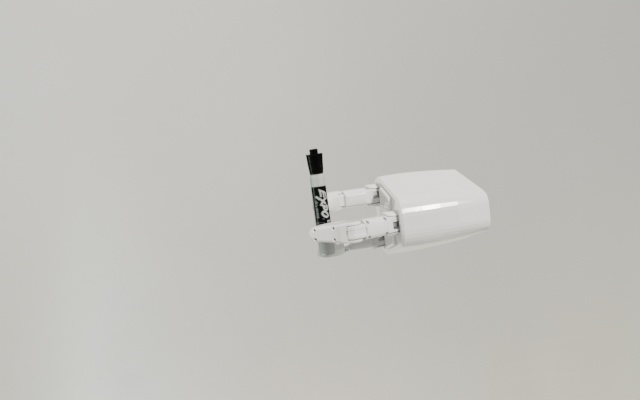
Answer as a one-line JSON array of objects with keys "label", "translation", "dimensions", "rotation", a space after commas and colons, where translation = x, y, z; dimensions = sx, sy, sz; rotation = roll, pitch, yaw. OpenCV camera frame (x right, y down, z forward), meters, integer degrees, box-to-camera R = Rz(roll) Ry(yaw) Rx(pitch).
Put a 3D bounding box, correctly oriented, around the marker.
[{"label": "marker", "translation": [0.000, 0.002, 0.542], "dimensions": [0.020, 0.121, 0.020], "rotation": [-8, 7, 1]}]
